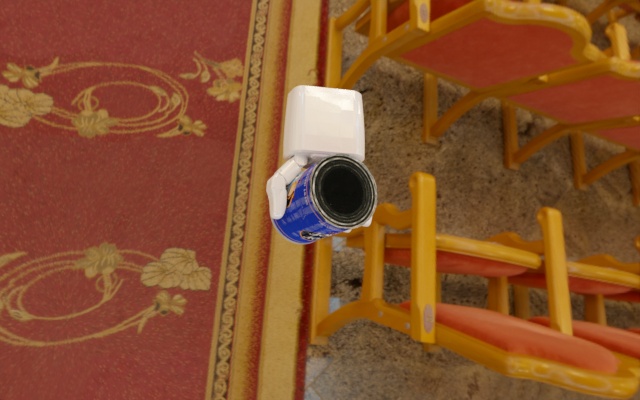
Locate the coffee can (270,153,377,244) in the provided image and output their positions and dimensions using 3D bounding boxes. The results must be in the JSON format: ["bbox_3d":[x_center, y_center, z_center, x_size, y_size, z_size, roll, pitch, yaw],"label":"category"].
[{"bbox_3d":[0.000,0.002,0.681,0.103,0.102,0.140,0,-12,-28],"label":"coffee can"}]
